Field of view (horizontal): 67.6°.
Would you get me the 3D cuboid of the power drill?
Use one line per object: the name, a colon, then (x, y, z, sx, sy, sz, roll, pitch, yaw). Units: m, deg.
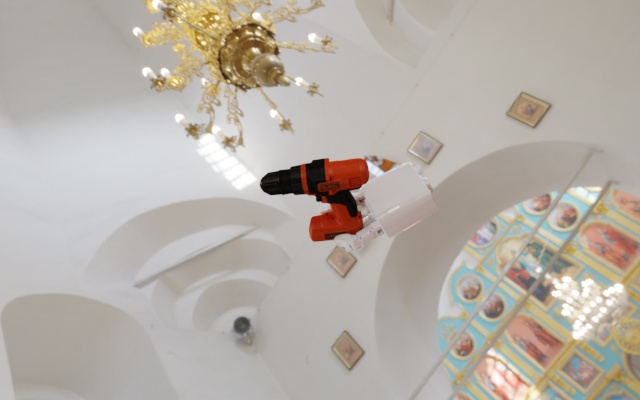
power drill: (0.000, 0.003, 0.850, 0.184, 0.057, 0.188, -6, -36, 7)
